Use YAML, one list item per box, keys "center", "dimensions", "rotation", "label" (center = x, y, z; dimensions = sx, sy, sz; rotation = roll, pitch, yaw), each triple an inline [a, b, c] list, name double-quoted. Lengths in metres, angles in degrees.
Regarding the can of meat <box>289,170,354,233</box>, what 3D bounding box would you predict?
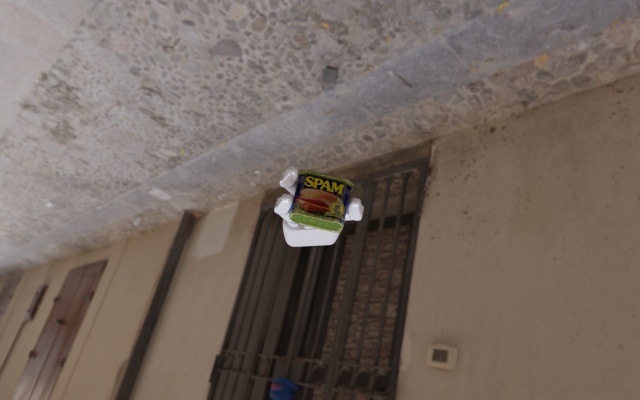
- center: [0.000, 0.003, 0.845]
  dimensions: [0.102, 0.084, 0.057]
  rotation: [14, -23, -1]
  label: "can of meat"
